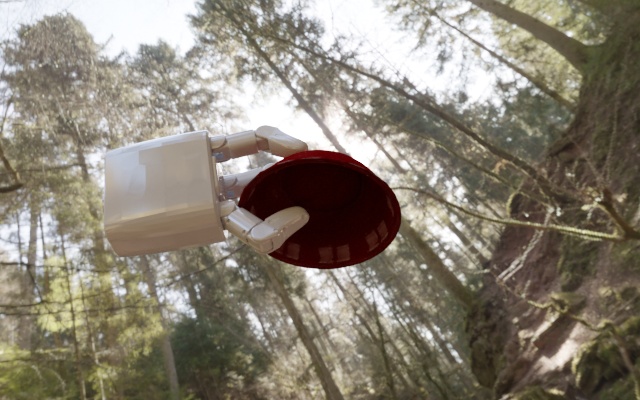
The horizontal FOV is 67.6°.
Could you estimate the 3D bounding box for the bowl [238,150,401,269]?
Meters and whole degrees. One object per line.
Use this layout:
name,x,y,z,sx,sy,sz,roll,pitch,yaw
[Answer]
bowl,0.001,0.001,0.489,0.162,0.055,0.162,2,-44,2
